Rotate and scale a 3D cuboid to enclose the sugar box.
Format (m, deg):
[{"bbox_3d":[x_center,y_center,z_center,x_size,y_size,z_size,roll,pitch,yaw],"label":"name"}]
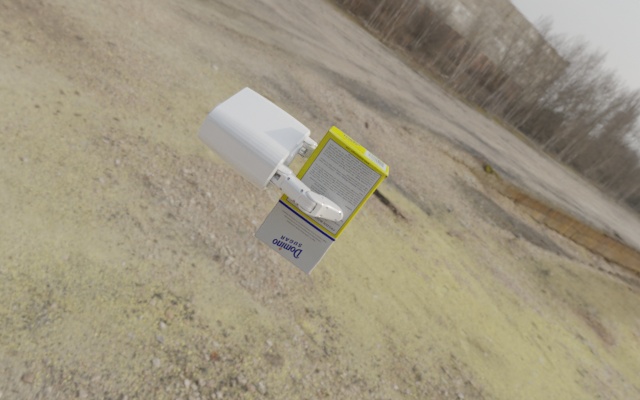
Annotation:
[{"bbox_3d":[0.000,0.002,0.624,0.093,0.176,0.048,37,22,-2],"label":"sugar box"}]
